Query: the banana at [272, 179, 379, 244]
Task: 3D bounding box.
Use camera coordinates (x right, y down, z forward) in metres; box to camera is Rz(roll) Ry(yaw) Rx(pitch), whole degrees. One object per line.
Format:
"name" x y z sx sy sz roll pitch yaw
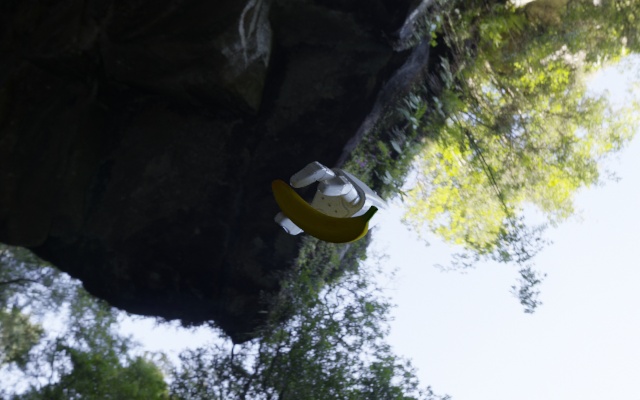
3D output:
"banana" -0.002 0.021 0.704 0.198 0.069 0.037 16 0 36
